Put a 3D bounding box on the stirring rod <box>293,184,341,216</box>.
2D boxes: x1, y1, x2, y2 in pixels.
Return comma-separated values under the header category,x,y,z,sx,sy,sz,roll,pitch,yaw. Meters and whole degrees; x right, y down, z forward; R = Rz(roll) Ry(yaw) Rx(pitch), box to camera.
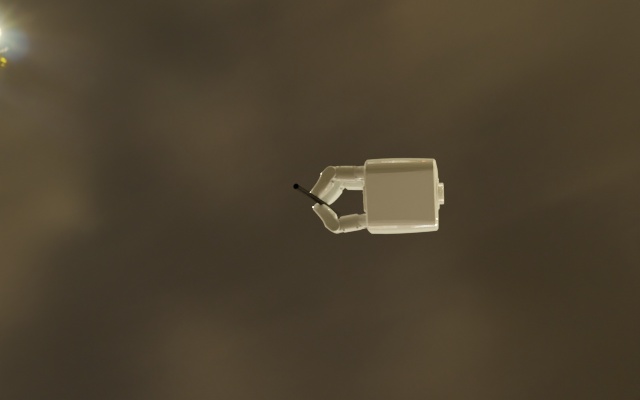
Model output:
category,x,y,z,sx,sy,sz,roll,pitch,yaw
stirring rod,0.000,0.003,0.769,0.011,0.011,0.239,0,-11,17
